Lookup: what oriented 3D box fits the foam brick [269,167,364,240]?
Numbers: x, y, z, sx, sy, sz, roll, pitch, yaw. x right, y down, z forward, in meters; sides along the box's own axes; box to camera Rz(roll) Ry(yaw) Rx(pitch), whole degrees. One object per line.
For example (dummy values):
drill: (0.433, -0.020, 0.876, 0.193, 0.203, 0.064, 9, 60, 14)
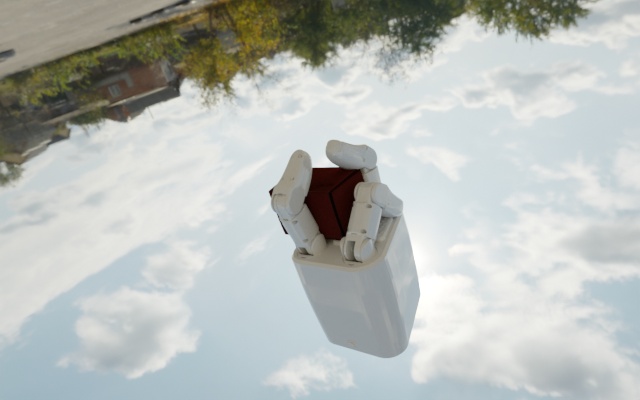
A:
foam brick: (0.000, 0.001, 0.456, 0.078, 0.051, 0.053, 3, 32, 41)
